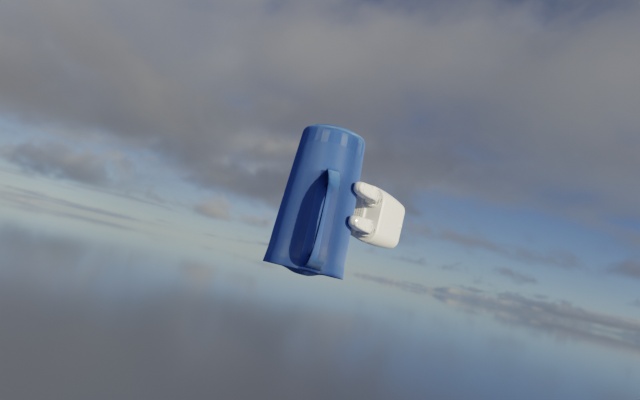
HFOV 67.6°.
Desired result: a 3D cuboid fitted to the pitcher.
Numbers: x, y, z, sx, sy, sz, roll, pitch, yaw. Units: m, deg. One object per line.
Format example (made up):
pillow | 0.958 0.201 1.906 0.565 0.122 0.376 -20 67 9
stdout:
pitcher | 0.000 0.003 0.779 0.149 0.243 0.145 7 -10 36
